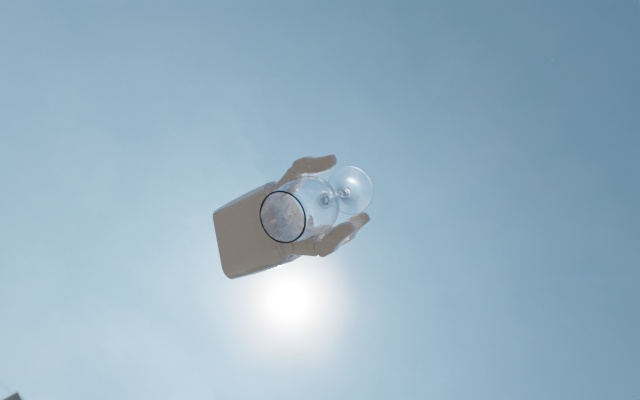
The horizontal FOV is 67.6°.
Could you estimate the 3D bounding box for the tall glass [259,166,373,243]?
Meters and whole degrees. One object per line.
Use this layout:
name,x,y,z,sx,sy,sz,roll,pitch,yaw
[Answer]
tall glass,0.000,0.002,0.629,0.079,0.079,0.201,0,10,26
